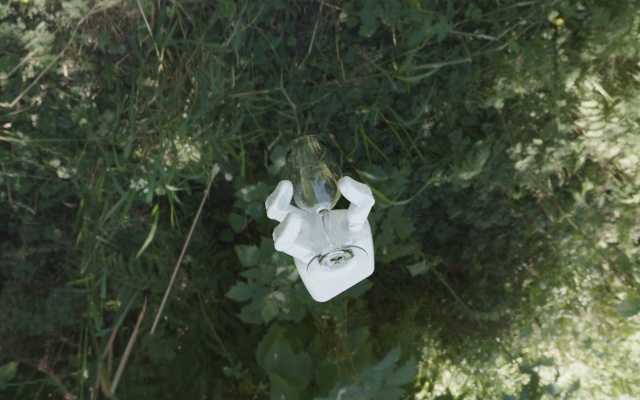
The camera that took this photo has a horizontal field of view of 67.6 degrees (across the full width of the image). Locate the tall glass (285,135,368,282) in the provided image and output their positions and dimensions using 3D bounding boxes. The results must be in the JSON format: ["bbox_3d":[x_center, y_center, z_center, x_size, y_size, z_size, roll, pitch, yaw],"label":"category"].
[{"bbox_3d":[0.000,0.002,0.625,0.079,0.201,0.079,-9,-40,-8],"label":"tall glass"}]
